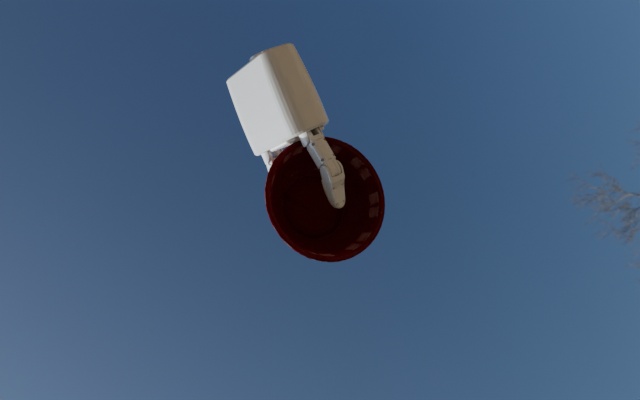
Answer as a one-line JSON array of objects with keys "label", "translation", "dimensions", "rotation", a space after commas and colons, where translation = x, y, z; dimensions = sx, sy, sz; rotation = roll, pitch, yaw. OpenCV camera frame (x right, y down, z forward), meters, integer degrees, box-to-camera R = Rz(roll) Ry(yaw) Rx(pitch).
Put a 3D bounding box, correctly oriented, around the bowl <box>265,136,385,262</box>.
[{"label": "bowl", "translation": [0.000, 0.003, 0.618], "dimensions": [0.162, 0.162, 0.055], "rotation": [0, -14, -22]}]
